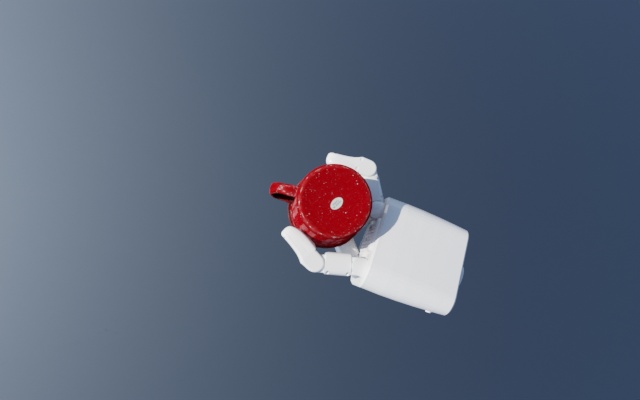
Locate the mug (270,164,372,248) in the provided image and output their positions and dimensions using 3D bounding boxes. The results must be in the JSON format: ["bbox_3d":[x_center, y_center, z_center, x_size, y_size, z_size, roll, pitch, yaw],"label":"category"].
[{"bbox_3d":[-0.001,0.001,0.534,0.117,0.093,0.081,19,-10,-3],"label":"mug"}]
